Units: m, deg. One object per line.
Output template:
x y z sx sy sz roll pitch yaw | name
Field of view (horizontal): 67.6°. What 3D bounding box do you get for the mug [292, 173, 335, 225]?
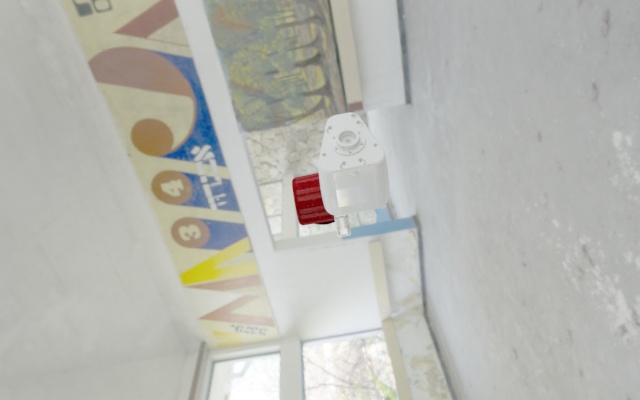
0.000 0.003 0.805 0.081 0.093 0.117 -10 -36 1 | mug
